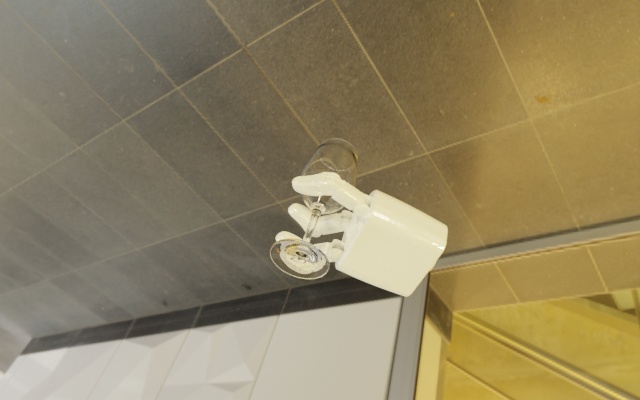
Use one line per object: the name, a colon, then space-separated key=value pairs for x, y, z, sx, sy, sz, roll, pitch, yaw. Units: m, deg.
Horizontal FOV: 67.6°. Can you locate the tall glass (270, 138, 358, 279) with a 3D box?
tall glass: x=0.000 y=0.002 z=0.634 sx=0.079 sy=0.079 sz=0.201 roll=0 pitch=44 yaw=20
